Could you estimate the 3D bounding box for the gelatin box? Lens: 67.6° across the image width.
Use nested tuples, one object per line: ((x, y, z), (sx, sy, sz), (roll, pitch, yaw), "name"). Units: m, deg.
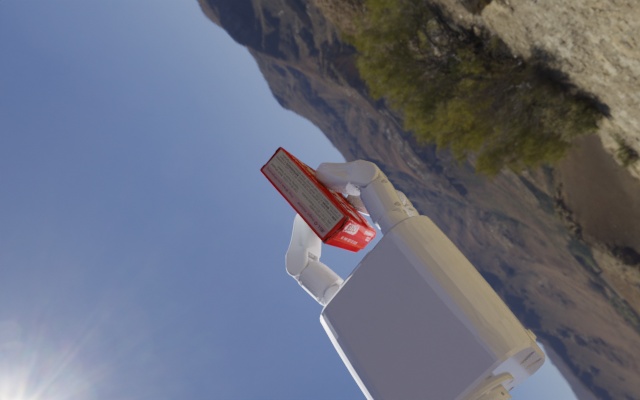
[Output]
((0.000, 0.001, 0.400), (0.089, 0.030, 0.073), (46, 8, 26), "gelatin box")
